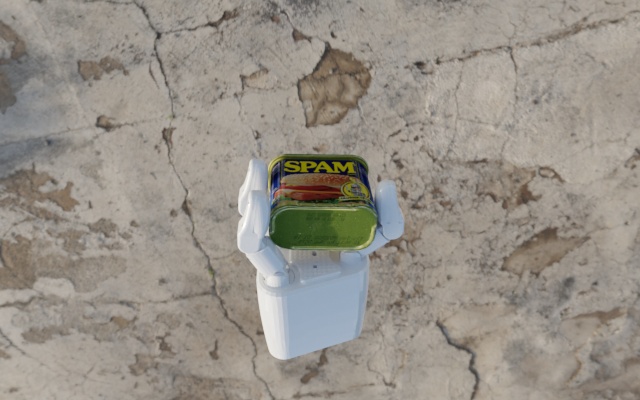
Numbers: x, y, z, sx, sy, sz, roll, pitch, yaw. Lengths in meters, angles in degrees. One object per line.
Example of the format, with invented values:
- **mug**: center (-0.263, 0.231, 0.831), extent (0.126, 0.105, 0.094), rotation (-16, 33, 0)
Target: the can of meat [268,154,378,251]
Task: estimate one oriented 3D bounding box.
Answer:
- **can of meat**: center (0.000, 0.002, 0.454), extent (0.102, 0.057, 0.084), rotation (1, 36, -5)
